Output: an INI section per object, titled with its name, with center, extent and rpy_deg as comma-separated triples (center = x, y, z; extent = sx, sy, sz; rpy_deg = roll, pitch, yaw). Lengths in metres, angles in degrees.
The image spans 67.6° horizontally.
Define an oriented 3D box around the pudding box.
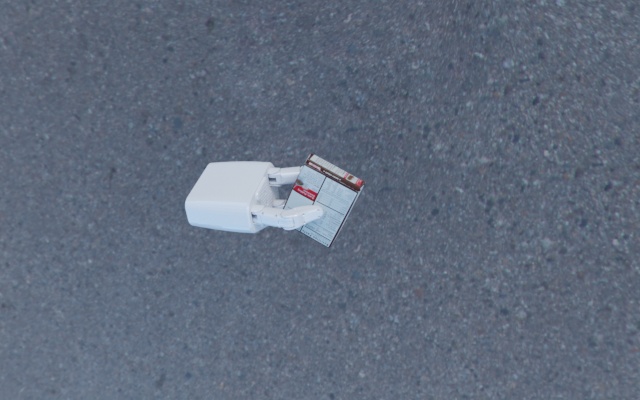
[pudding box]
center = 0.000, 0.002, 0.690
extent = 0.090, 0.113, 0.039
rpy_deg = 28, 34, 3
